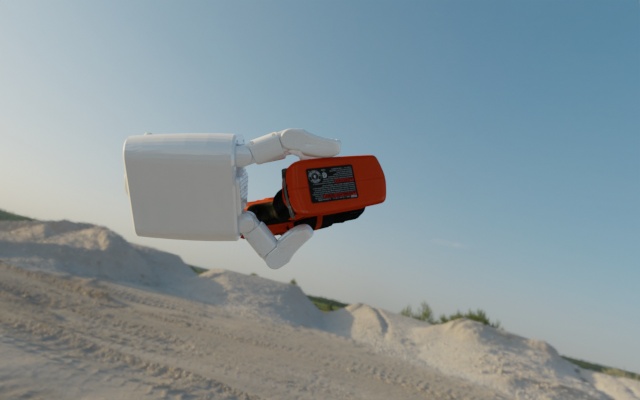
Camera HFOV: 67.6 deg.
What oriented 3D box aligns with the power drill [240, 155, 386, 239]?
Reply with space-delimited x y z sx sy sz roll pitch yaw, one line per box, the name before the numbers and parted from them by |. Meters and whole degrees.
power drill | 0.000 0.002 0.556 0.184 0.057 0.188 -10 -10 -23
